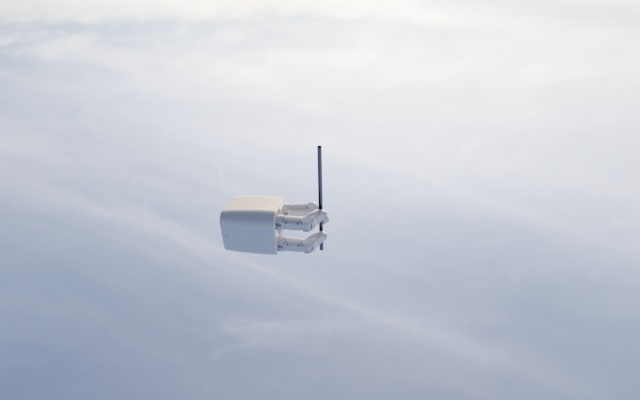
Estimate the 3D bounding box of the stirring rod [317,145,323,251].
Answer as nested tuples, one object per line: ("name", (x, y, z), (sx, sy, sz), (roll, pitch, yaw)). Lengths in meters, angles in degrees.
("stirring rod", (0.000, 0.003, 0.896), (0.011, 0.240, 0.011), (-1, 37, 1))
